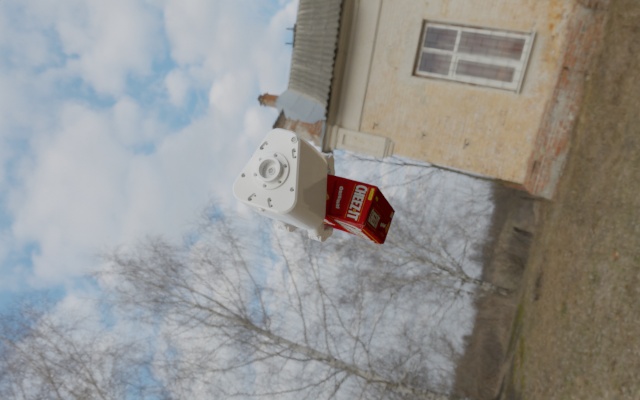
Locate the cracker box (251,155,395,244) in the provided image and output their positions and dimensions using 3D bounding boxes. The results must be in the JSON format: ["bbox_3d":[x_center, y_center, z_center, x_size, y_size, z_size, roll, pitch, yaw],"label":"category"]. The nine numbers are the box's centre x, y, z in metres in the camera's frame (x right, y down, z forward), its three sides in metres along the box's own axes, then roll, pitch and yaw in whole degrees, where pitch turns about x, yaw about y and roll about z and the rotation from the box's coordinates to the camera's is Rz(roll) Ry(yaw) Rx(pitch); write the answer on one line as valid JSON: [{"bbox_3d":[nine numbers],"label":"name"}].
[{"bbox_3d":[0.000,0.002,0.785,0.213,0.072,0.164,16,-8,21],"label":"cracker box"}]
